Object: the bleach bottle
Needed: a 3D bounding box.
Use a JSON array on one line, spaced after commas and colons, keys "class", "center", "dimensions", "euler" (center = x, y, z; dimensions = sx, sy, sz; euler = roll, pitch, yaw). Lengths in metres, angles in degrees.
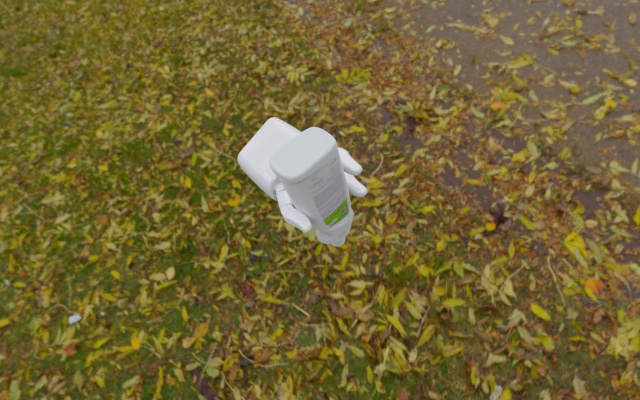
[{"class": "bleach bottle", "center": [0.000, 0.002, 0.776], "dimensions": [0.068, 0.102, 0.251], "euler": [39, -20, 35]}]
